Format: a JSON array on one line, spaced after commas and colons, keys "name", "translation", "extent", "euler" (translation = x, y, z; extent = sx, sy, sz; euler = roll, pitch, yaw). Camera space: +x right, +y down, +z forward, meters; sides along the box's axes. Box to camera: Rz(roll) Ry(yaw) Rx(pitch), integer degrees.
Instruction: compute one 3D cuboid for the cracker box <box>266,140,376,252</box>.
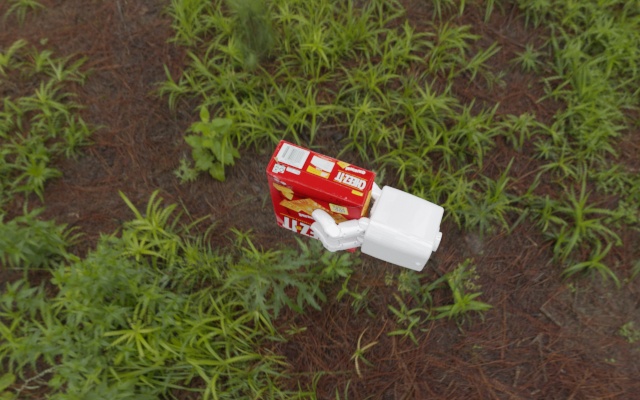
[{"name": "cracker box", "translation": [0.000, 0.002, 0.827], "extent": [0.164, 0.072, 0.214], "euler": [20, -24, 10]}]
